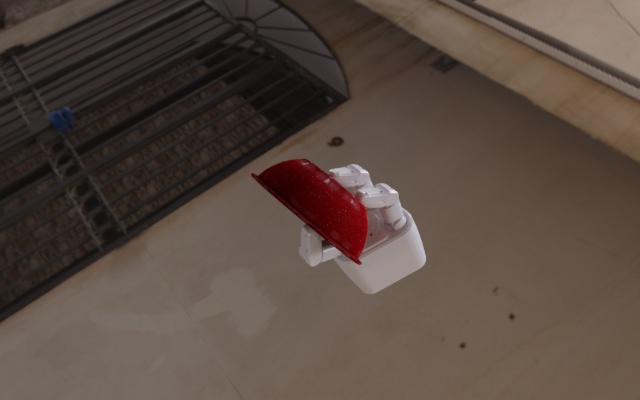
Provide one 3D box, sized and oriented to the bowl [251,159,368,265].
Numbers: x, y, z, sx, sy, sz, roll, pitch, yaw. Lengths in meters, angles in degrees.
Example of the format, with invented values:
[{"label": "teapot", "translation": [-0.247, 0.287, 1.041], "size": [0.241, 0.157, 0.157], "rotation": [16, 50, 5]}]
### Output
[{"label": "bowl", "translation": [0.000, 0.001, 0.543], "size": [0.162, 0.055, 0.162], "rotation": [39, 0, 0]}]
